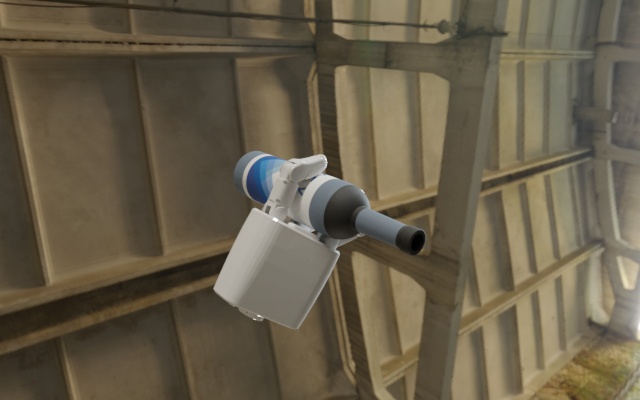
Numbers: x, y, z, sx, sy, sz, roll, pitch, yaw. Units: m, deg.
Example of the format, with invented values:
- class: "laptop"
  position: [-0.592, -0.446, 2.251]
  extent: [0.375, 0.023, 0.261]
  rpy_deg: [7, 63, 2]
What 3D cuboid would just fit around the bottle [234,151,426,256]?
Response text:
- class: "bottle"
  position: [0.000, 0.002, 0.572]
  extent: [0.069, 0.069, 0.295]
  rpy_deg: [0, 16, -42]
